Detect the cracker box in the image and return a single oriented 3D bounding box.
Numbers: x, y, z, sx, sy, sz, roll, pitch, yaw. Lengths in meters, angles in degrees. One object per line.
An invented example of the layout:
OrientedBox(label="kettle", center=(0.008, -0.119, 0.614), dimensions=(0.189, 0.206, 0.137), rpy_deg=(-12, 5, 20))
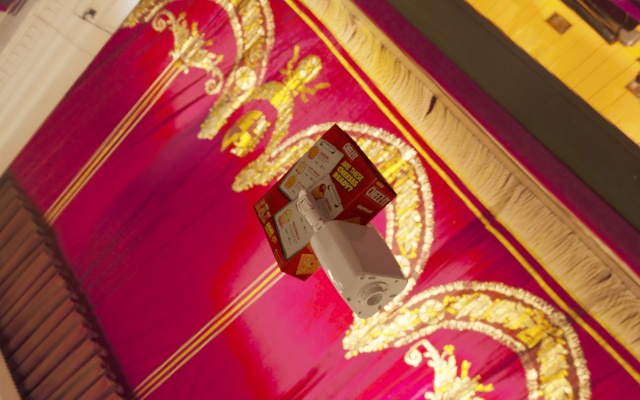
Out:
OrientedBox(label="cracker box", center=(0.000, 0.003, 0.797), dimensions=(0.072, 0.214, 0.164), rpy_deg=(33, 19, -43))
